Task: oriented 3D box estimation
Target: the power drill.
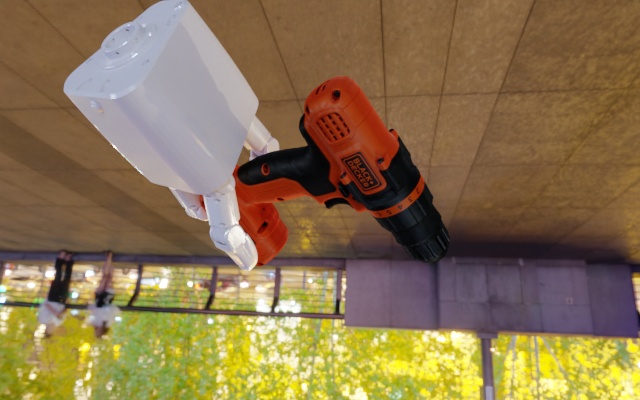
[{"bbox_3d":[0.000,0.001,0.424,0.188,0.184,0.057,-21,28,32],"label":"power drill"}]
